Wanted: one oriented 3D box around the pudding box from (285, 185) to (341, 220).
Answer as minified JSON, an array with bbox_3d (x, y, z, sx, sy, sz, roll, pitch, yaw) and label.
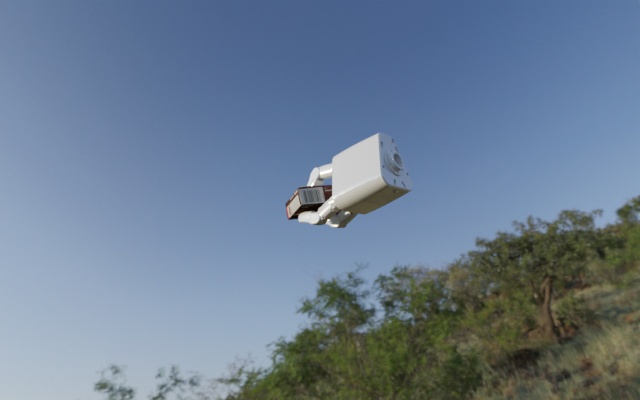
[{"bbox_3d":[0.000,0.003,0.896,0.113,0.039,0.090,-3,-19,-21],"label":"pudding box"}]
